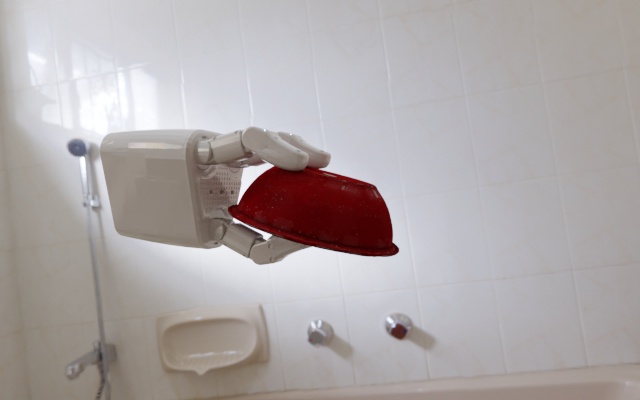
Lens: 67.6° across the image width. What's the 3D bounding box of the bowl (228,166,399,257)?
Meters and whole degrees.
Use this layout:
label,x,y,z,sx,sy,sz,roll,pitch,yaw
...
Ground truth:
label,x,y,z,sx,sy,sz,roll,pitch,yaw
bowl,0.001,0.001,0.440,0.162,0.055,0.162,14,6,-2
